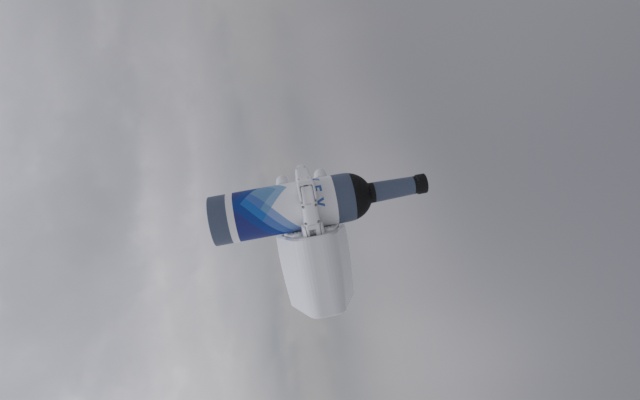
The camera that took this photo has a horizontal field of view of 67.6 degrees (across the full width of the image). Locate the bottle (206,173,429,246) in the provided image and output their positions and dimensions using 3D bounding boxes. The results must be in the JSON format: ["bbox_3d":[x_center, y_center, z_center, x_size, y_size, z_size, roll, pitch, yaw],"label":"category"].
[{"bbox_3d":[0.000,0.002,0.646,0.296,0.069,0.069,-10,1,-4],"label":"bottle"}]
